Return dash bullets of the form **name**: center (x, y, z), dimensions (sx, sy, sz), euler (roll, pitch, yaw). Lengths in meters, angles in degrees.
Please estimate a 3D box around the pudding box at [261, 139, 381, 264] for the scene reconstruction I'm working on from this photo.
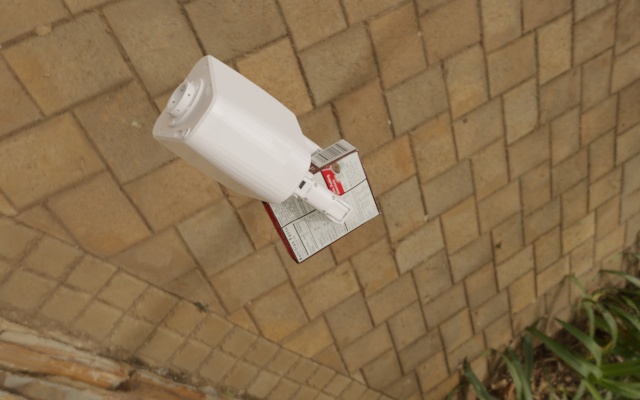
- **pudding box**: center (0.000, 0.002, 0.511), dimensions (0.113, 0.090, 0.039), euler (-29, 32, -11)
